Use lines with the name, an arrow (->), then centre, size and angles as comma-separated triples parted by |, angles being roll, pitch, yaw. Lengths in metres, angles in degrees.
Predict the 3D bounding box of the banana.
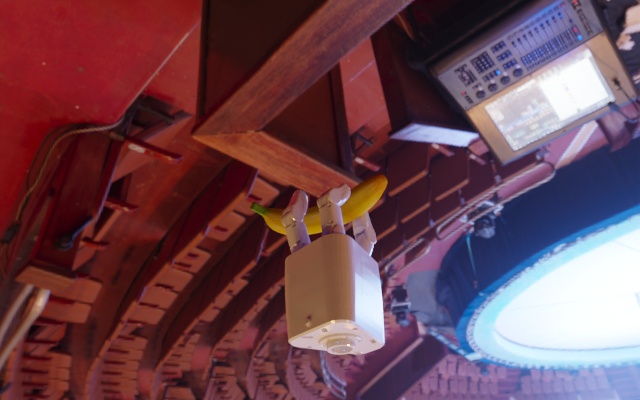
banana -> 0.004, 0.014, 0.661 | 0.198, 0.037, 0.070 | -13, -40, 17
